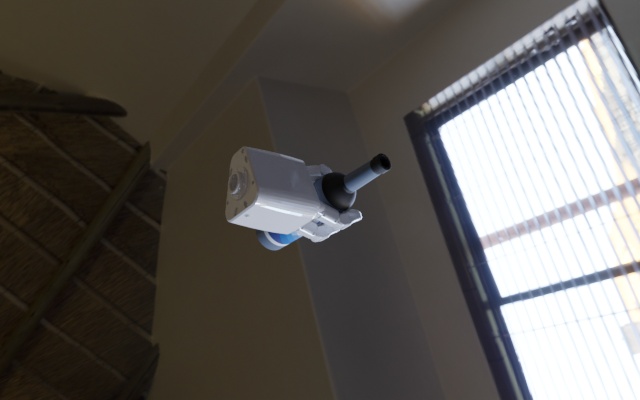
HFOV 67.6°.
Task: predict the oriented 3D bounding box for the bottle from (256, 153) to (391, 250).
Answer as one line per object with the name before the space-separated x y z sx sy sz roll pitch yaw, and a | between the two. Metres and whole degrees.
bottle | 0.000 0.003 0.780 0.069 0.069 0.296 0 -23 -42
